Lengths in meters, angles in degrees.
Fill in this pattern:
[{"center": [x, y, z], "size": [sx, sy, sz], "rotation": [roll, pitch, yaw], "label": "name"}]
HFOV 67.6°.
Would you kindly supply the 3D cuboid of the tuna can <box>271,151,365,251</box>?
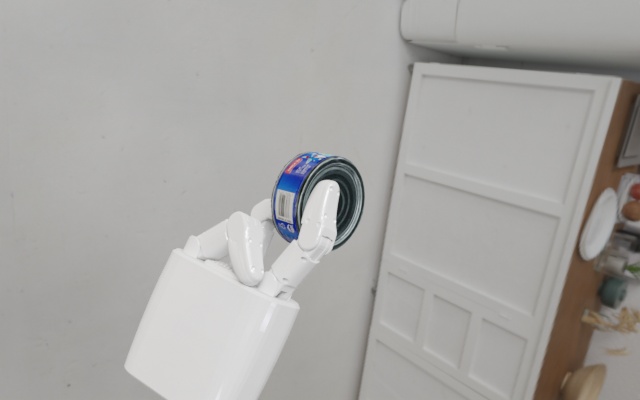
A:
[{"center": [0.000, 0.001, 0.417], "size": [0.033, 0.086, 0.086], "rotation": [15, 10, 44], "label": "tuna can"}]
